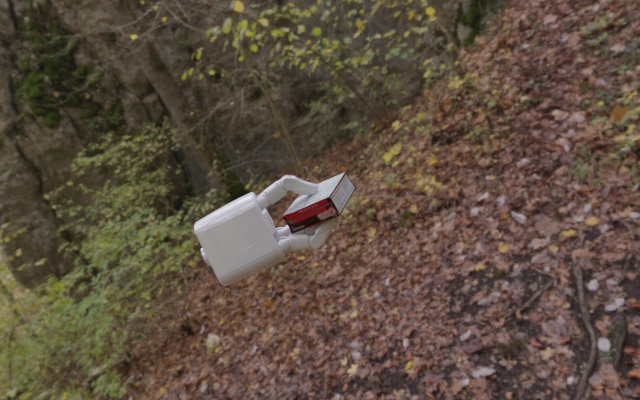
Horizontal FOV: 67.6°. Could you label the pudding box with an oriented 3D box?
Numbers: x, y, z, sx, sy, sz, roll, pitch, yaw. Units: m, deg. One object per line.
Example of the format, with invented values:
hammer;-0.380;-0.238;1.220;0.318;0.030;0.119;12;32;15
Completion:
pudding box;0.000;0.002;0.768;0.090;0.039;0.113;-21;17;25
